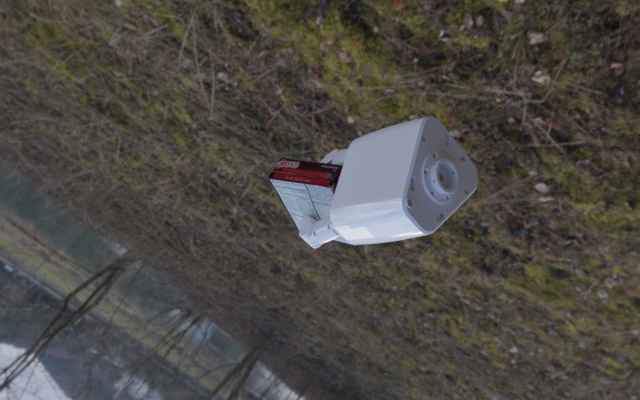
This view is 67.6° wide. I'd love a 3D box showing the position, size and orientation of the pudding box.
[{"bbox_3d":[0.000,0.002,0.572,0.090,0.039,0.114,11,-36,32],"label":"pudding box"}]
